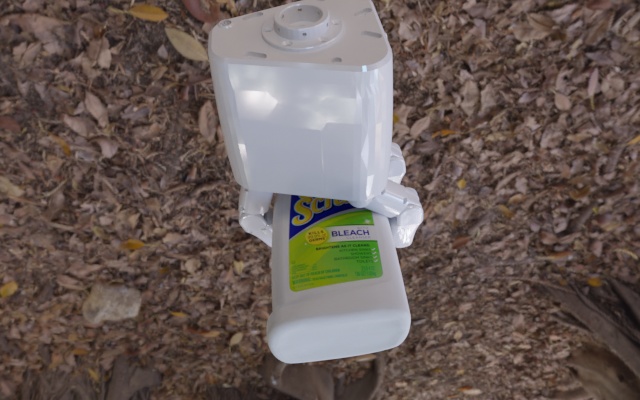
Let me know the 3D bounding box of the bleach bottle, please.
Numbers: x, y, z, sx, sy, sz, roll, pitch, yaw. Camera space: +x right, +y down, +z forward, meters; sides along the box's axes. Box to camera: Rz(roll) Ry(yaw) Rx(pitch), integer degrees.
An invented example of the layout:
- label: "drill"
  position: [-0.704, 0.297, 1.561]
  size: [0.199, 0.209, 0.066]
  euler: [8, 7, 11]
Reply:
- label: "bleach bottle"
  position: [0.000, 0.001, 0.405]
  size: [0.102, 0.250, 0.068]
  euler: [-7, -41, -3]
